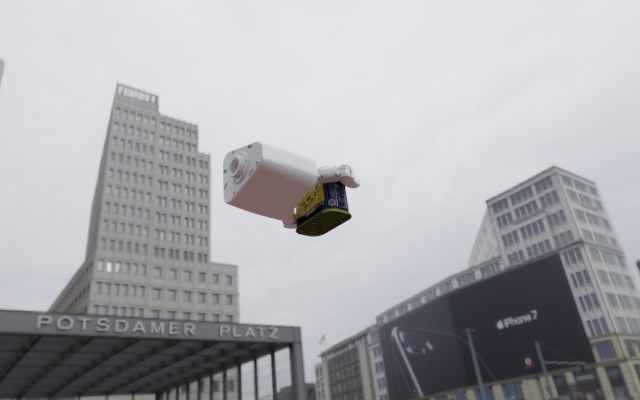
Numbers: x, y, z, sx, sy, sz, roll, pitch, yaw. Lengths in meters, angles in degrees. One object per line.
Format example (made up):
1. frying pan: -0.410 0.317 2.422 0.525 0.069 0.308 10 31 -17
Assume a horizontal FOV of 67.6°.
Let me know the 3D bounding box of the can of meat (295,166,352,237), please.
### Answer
1. can of meat: 0.000 0.002 0.796 0.057 0.084 0.102 14 -33 -36
